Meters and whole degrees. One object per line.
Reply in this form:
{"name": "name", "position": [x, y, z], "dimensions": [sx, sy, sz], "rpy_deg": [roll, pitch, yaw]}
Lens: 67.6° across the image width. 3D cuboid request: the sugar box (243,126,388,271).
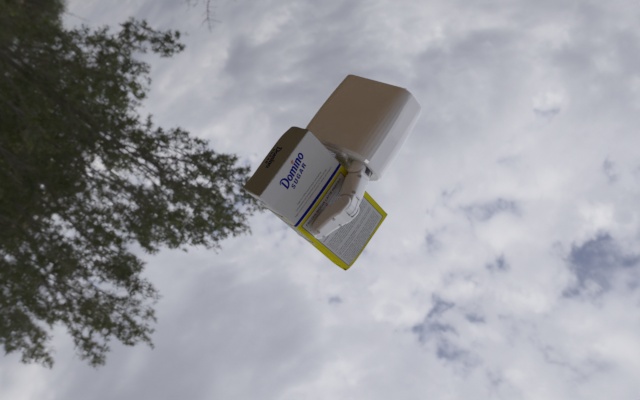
{"name": "sugar box", "position": [0.000, 0.002, 0.570], "dimensions": [0.176, 0.093, 0.048], "rpy_deg": [44, -12, -36]}
